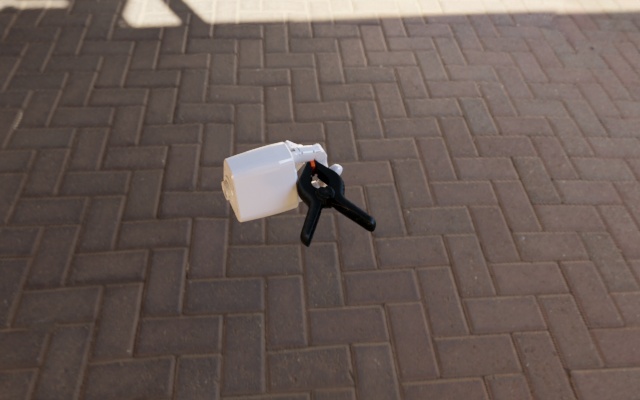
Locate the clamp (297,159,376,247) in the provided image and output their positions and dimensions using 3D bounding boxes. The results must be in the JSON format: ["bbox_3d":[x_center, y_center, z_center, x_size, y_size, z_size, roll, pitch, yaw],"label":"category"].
[{"bbox_3d":[0.000,0.002,0.775,0.120,0.039,0.171,-15,49,-22],"label":"clamp"}]
